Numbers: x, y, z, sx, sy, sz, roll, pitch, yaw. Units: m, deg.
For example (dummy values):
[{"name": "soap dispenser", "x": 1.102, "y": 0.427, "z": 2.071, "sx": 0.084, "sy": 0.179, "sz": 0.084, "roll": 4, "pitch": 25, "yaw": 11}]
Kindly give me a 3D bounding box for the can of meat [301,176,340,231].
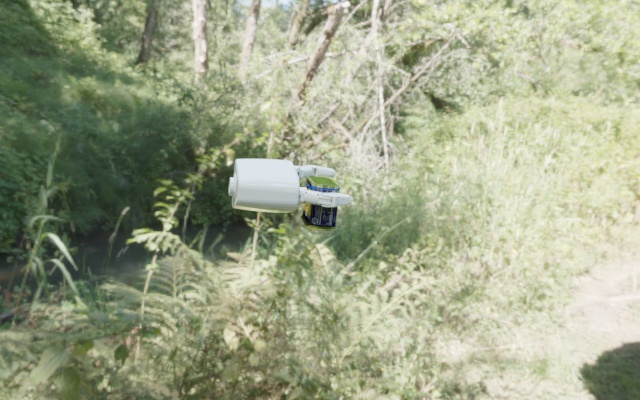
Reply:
[{"name": "can of meat", "x": 0.000, "y": 0.003, "z": 0.888, "sx": 0.057, "sy": 0.084, "sz": 0.102, "roll": 4, "pitch": 12, "yaw": -11}]
